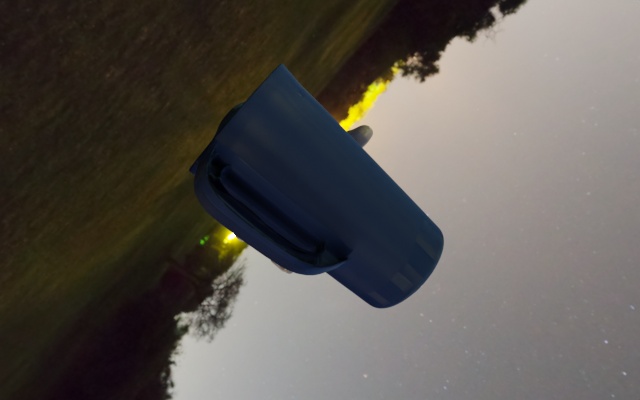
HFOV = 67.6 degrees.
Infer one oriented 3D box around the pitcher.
[{"bbox_3d":[0.000,0.001,0.466,0.243,0.149,0.145,41,-7,-11],"label":"pitcher"}]
